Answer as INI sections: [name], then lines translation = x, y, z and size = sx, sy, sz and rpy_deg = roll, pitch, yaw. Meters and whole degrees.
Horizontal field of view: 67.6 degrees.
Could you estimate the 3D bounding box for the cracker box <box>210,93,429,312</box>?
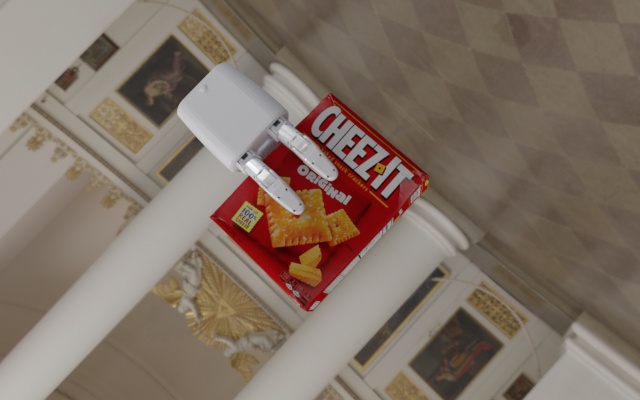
[cracker box]
translation = 0.000, 0.002, 0.584
size = 0.164, 0.213, 0.072
rpy_deg = 43, -3, 13
